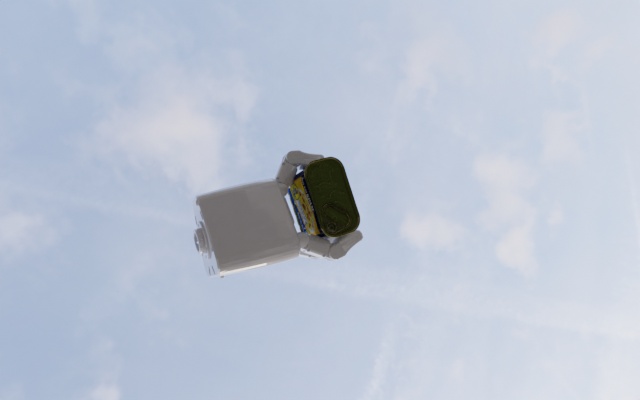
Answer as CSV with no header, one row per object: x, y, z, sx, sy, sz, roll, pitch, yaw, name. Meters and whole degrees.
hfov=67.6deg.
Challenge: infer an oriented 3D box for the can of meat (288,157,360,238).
0.000,0.002,0.641,0.057,0.102,0.084,-17,-3,-25,can of meat
